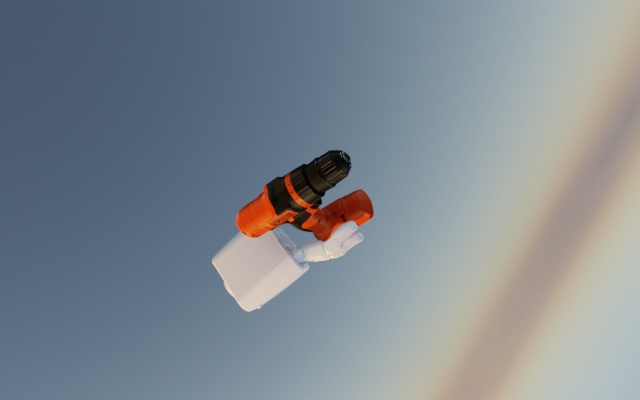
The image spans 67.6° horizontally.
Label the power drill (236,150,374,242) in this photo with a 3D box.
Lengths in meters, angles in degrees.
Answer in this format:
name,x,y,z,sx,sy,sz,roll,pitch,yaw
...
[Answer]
name,x,y,z,sx,sy,sz,roll,pitch,yaw
power drill,0.000,0.002,0.681,0.184,0.057,0.188,-31,-27,25
